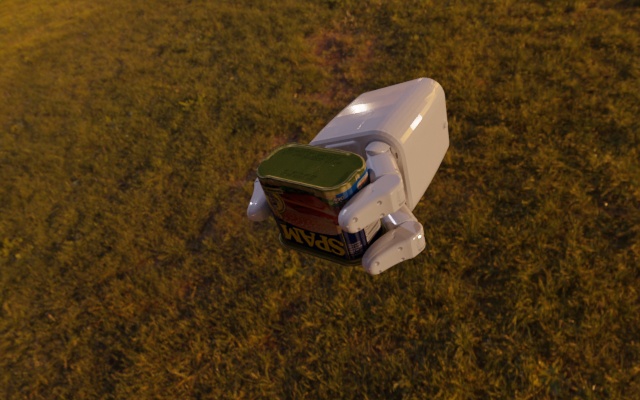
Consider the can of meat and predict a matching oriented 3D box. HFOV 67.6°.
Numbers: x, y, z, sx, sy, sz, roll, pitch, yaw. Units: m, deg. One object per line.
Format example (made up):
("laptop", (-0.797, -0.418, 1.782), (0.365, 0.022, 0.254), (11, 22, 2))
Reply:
("can of meat", (0.000, 0.001, 0.418), (0.102, 0.084, 0.057), (13, 47, 35))
